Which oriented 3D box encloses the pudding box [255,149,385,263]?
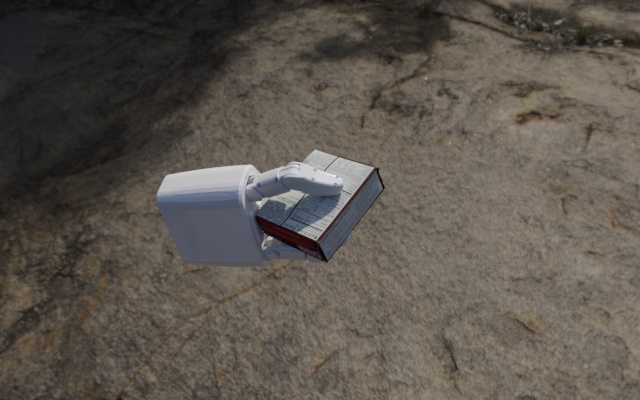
[{"bbox_3d":[0.000,0.002,0.507,0.090,0.113,0.039,21,-29,35],"label":"pudding box"}]
